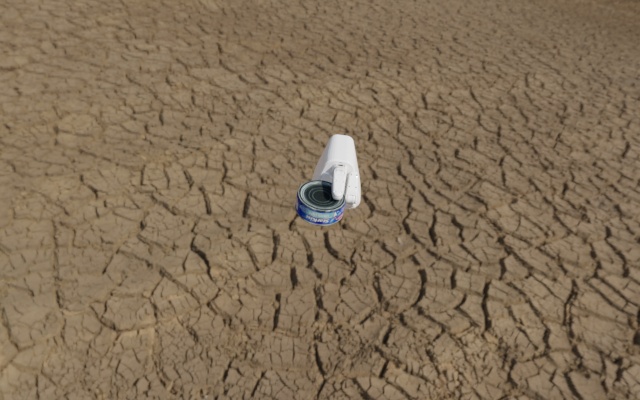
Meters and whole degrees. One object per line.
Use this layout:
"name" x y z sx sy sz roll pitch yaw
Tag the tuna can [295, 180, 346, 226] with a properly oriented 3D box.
"tuna can" 0.000 0.002 0.822 0.086 0.034 0.086 7 40 -6
